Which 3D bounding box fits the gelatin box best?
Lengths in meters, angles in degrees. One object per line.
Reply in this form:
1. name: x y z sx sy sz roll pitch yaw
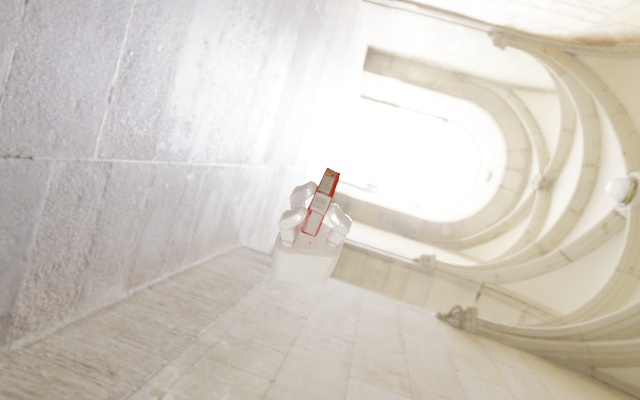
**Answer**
1. gelatin box: 0.001 0.002 0.760 0.030 0.089 0.073 22 38 0
